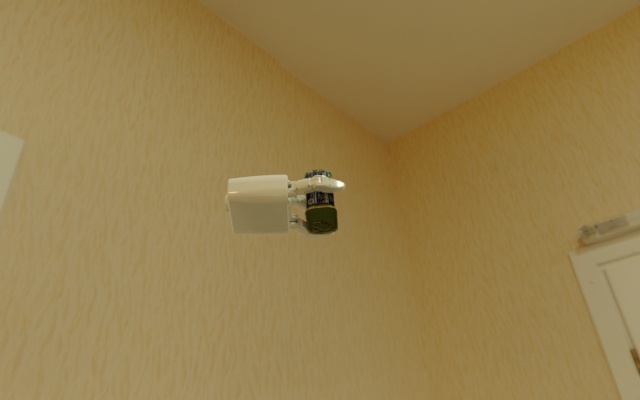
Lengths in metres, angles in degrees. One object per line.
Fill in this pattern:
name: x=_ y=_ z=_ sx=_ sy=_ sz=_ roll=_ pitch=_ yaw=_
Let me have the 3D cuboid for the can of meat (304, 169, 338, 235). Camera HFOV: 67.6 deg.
can of meat: x=0.000 y=0.003 z=0.890 sx=0.057 sy=0.084 sz=0.102 roll=-5 pitch=-31 yaw=1
